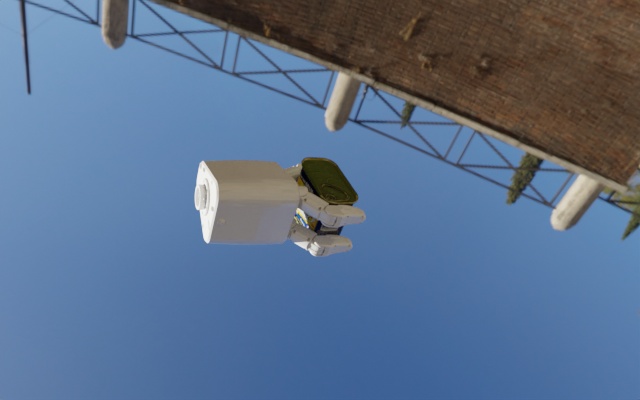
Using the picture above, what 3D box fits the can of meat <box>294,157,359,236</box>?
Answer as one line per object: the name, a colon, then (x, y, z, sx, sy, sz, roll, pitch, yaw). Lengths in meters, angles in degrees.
can of meat: (0.000, 0.002, 0.674, 0.057, 0.084, 0.102, -1, 40, -29)
